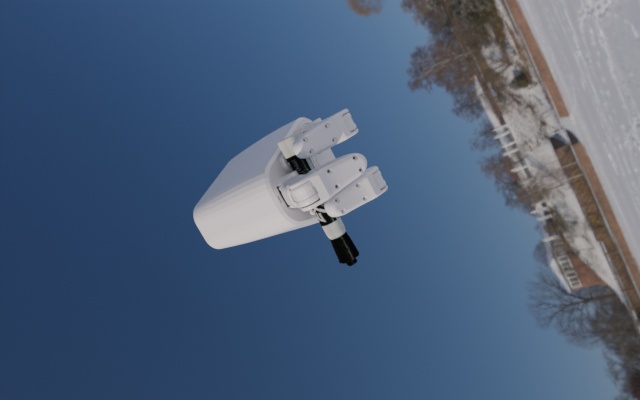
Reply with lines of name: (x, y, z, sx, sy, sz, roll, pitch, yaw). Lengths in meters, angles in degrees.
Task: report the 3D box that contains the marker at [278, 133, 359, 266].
marker: (0.000, 0.001, 0.401, 0.020, 0.121, 0.020, -27, 9, 5)
